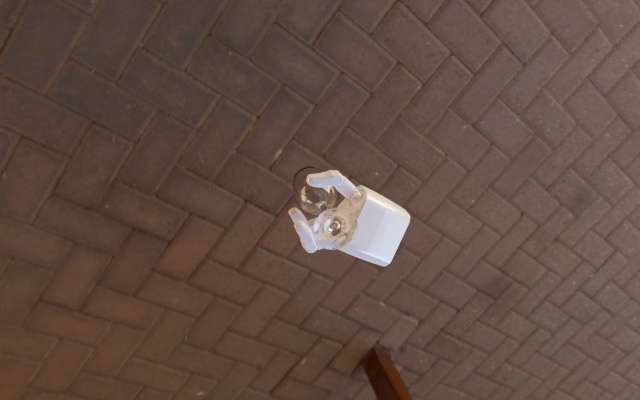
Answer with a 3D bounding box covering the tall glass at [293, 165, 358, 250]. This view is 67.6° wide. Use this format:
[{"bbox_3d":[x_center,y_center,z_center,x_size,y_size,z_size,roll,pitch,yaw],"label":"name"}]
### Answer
[{"bbox_3d":[0.000,0.003,0.828,0.079,0.079,0.201,0,25,-15],"label":"tall glass"}]
